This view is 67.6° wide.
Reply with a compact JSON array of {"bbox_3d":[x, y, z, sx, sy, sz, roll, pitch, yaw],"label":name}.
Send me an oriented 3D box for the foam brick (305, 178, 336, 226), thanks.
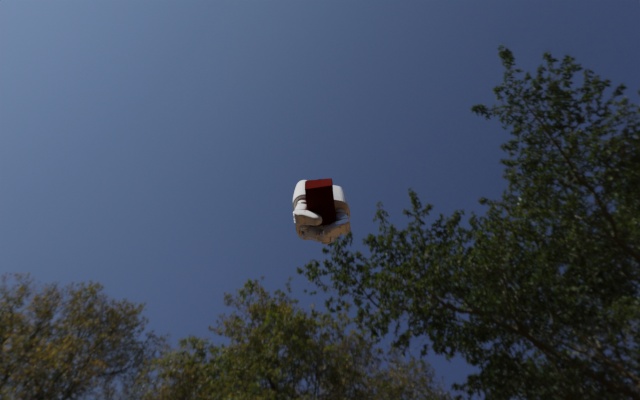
[{"bbox_3d":[0.000,0.003,0.896,0.053,0.078,0.051,-5,21,2],"label":"foam brick"}]
